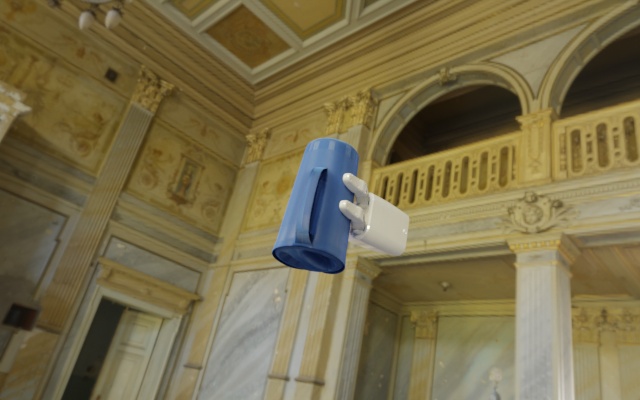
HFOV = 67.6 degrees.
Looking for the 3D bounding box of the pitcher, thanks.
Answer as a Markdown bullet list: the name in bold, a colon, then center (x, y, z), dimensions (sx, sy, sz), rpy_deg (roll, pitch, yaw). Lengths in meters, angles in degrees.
- **pitcher**: center (0.000, 0.003, 0.887), dimensions (0.145, 0.242, 0.149), rpy_deg (27, -29, -28)
